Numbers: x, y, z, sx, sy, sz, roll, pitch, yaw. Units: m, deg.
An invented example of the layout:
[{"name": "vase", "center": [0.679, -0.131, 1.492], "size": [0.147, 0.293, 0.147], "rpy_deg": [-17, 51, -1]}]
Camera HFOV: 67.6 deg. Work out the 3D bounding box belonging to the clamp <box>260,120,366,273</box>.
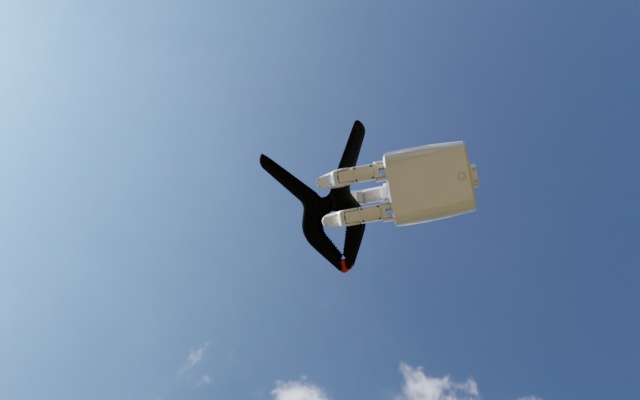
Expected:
[{"name": "clamp", "center": [0.001, 0.003, 0.694], "size": [0.164, 0.210, 0.036], "rpy_deg": [-10, -2, 17]}]
